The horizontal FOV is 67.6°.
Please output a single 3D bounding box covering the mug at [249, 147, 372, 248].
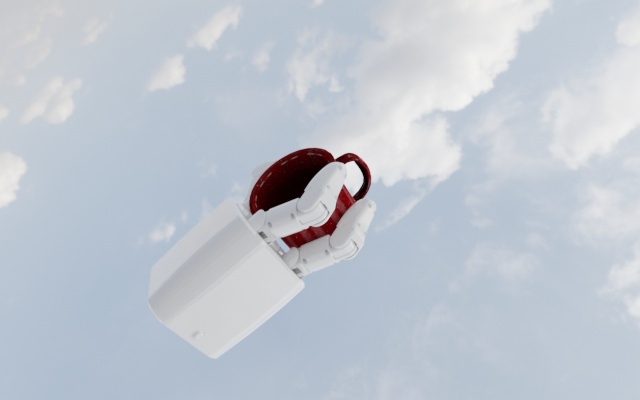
[{"bbox_3d":[0.001,0.001,0.469,0.117,0.081,0.093,-39,38,-5],"label":"mug"}]
